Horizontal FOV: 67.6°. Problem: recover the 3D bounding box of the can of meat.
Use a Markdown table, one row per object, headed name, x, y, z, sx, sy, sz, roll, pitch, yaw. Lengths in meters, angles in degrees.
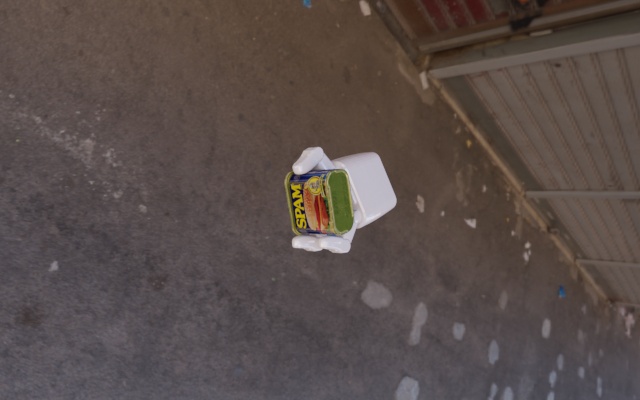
| name | x | y | z | sx | sy | sz | roll | pitch | yaw |
| --- | --- | --- | --- | --- | --- | --- | --- | --- | --- |
| can of meat | 0.000 | 0.002 | 0.722 | 0.084 | 0.102 | 0.057 | 0 | 13 | 40 |
